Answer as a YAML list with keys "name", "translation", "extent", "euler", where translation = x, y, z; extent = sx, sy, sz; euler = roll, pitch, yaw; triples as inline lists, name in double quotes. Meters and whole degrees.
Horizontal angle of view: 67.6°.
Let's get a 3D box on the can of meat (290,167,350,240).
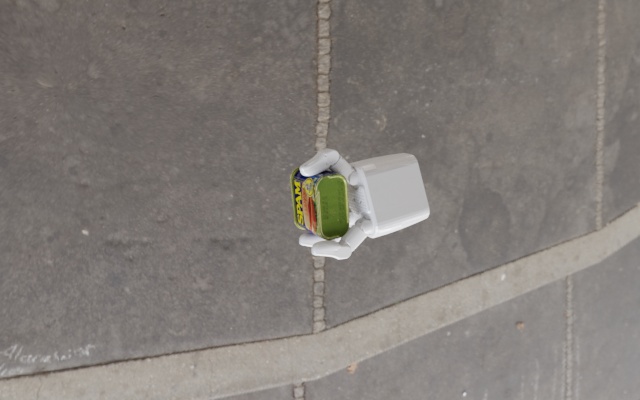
- name: "can of meat"
  translation: [0.000, 0.002, 0.716]
  extent: [0.057, 0.102, 0.084]
  euler: [-12, 17, -26]
